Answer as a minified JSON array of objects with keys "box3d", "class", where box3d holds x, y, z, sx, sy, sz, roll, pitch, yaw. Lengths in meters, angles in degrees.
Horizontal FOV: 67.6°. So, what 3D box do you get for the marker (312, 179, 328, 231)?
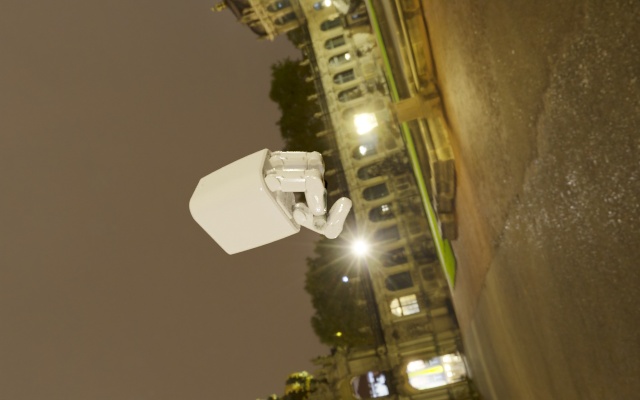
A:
[{"box3d":[0.000,0.002,0.653,0.020,0.020,0.121,0,29,1],"class":"marker"}]
